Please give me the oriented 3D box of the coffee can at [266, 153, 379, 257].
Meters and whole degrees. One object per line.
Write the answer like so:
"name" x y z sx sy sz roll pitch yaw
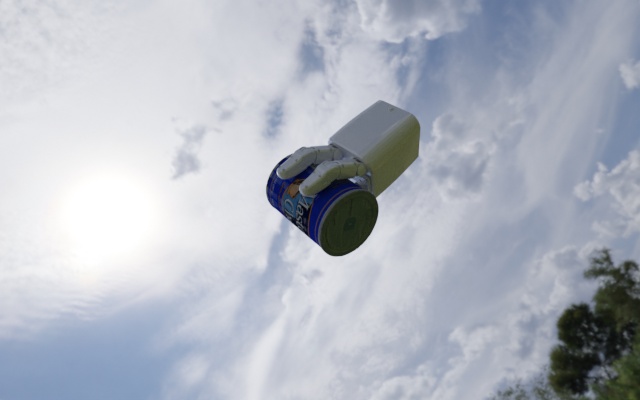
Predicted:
"coffee can" 0.000 0.002 0.694 0.103 0.103 0.140 0 26 -41
